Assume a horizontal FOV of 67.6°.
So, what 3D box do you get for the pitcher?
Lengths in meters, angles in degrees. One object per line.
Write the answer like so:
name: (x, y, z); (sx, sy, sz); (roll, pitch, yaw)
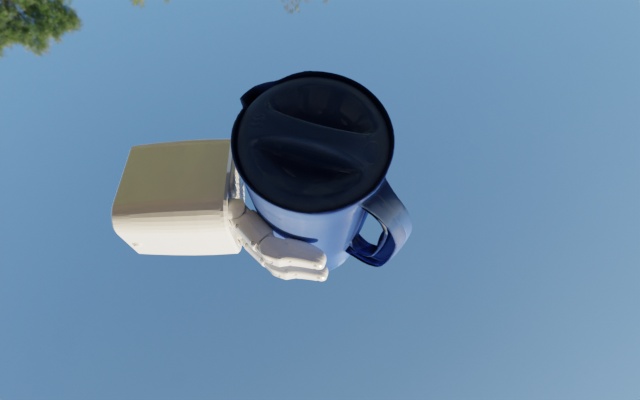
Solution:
pitcher: (0.000, 0.002, 0.486); (0.145, 0.149, 0.243); (-2, -23, -1)
